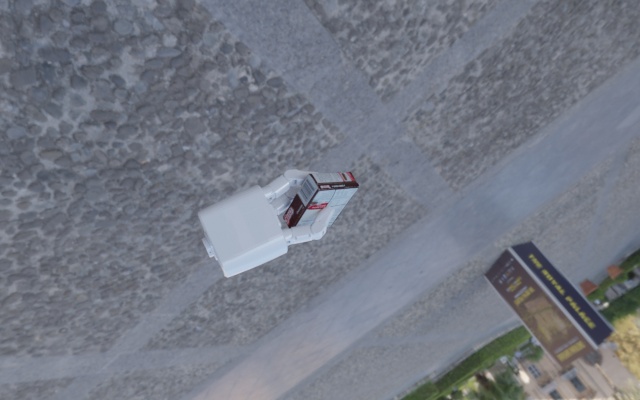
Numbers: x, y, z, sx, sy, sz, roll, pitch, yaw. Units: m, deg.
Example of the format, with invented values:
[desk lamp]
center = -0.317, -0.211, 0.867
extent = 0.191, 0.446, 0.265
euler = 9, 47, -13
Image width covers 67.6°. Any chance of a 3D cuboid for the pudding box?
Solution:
[pudding box]
center = 0.000, 0.003, 0.802
extent = 0.090, 0.039, 0.113
euler = -6, -35, -39
